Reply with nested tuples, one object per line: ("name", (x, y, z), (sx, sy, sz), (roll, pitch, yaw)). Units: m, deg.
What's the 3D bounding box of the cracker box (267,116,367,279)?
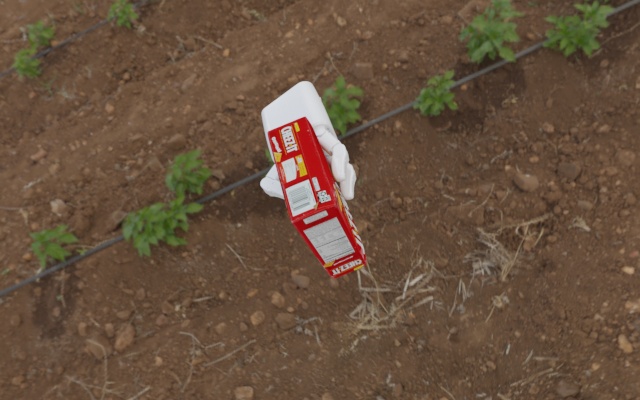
("cracker box", (0.000, 0.002, 0.735), (0.072, 0.164, 0.214), (-22, -33, 6))
